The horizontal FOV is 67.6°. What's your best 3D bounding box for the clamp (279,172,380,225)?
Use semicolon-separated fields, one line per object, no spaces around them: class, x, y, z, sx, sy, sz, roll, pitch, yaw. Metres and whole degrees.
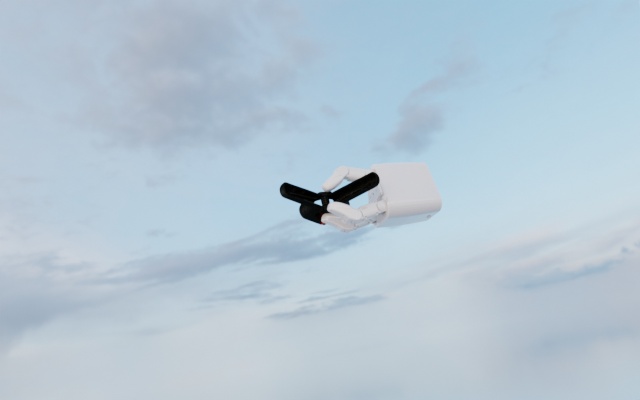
clamp;0.000;0.002;0.855;0.164;0.036;0.210;-4;-19;-13
